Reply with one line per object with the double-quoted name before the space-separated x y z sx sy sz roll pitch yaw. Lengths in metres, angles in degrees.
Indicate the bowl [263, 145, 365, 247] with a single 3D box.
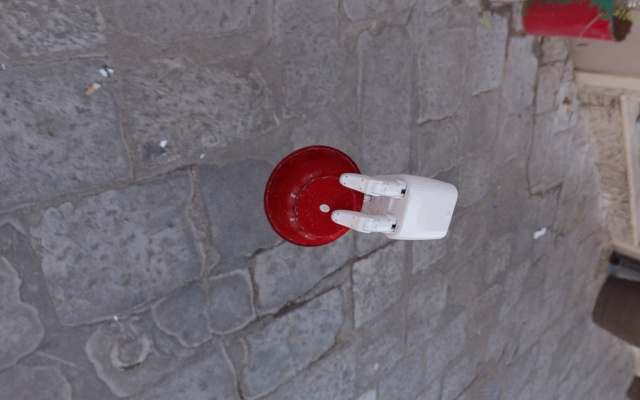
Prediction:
"bowl" -0.001 0.003 0.705 0.162 0.162 0.055 0 16 -18
